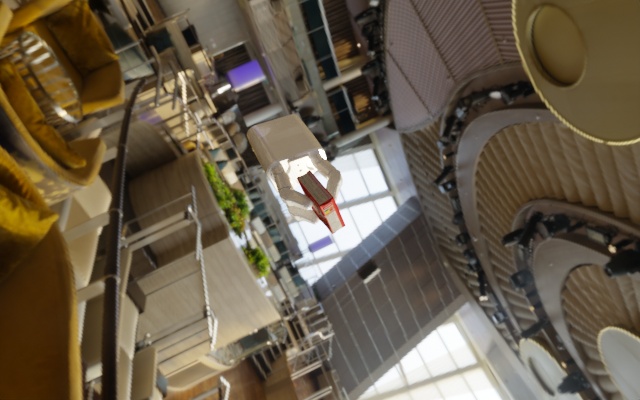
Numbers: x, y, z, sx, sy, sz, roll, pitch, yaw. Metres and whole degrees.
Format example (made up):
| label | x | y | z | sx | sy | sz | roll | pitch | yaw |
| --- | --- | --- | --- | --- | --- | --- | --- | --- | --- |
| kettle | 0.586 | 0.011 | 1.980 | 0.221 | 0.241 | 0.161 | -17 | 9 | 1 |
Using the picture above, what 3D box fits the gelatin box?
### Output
| label | x | y | z | sx | sy | sz | roll | pitch | yaw |
| --- | --- | --- | --- | --- | --- | --- | --- | --- | --- |
| gelatin box | 0.001 | 0.003 | 0.792 | 0.030 | 0.073 | 0.089 | -32 | 45 | -8 |
